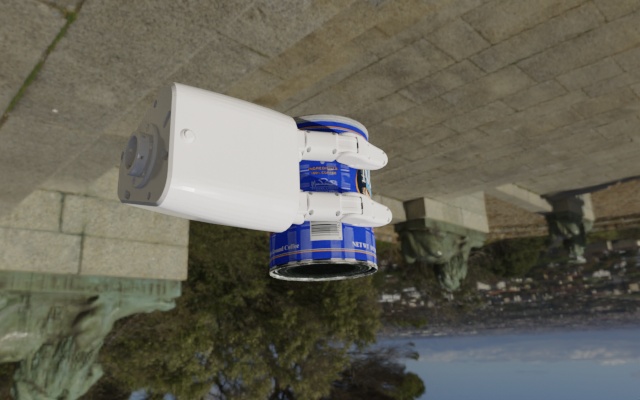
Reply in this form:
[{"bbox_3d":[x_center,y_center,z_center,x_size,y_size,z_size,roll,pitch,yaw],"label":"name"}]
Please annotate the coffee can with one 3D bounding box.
[{"bbox_3d":[0.000,0.001,0.469,0.103,0.140,0.103,-2,-18,-1],"label":"coffee can"}]
